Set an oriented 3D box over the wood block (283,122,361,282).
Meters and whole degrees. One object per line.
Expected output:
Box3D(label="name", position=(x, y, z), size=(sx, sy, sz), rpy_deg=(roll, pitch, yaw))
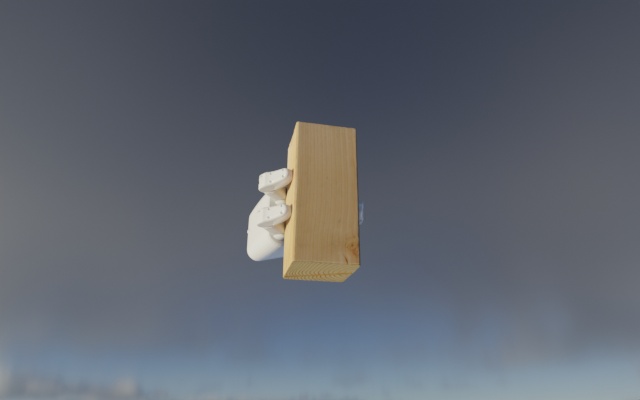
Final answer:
Box3D(label="wood block", position=(0.000, 0.003, 0.679), size=(0.091, 0.206, 0.090), rpy_deg=(5, -25, -11))
